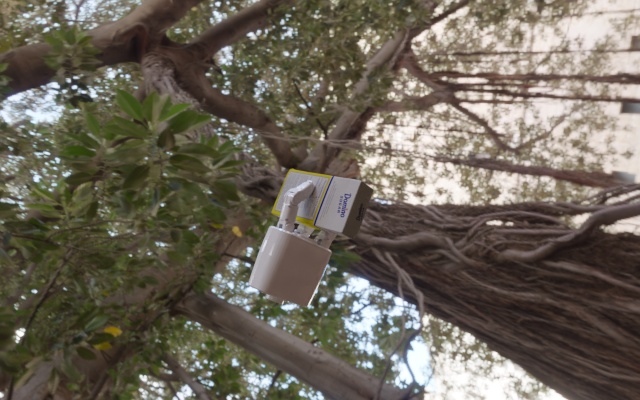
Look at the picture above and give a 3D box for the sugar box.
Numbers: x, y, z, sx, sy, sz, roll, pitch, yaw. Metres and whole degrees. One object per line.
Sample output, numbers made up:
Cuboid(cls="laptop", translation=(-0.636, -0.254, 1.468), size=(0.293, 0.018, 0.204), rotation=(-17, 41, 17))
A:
Cuboid(cls="sugar box", translation=(0.000, 0.003, 0.825), size=(0.176, 0.093, 0.048), rotation=(14, -11, 42))
